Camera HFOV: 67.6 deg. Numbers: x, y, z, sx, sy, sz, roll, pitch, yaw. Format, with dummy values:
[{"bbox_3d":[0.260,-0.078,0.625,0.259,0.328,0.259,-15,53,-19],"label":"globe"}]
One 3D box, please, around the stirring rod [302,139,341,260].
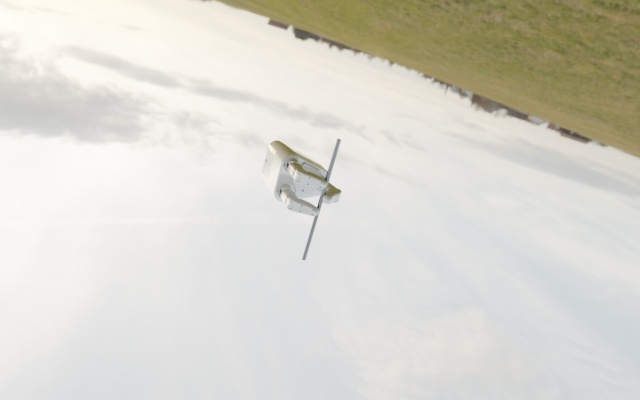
[{"bbox_3d":[0.000,0.003,0.868,0.011,0.240,0.011,15,19,-5],"label":"stirring rod"}]
